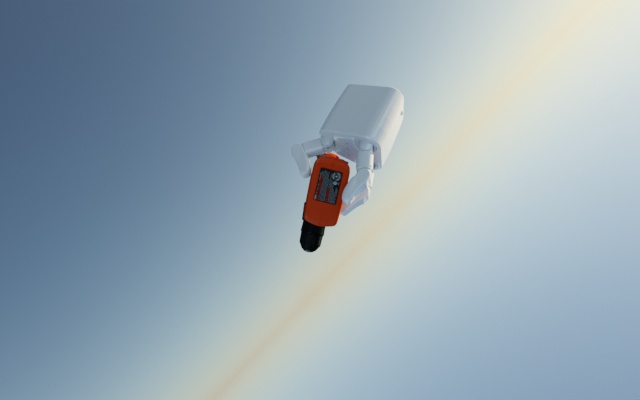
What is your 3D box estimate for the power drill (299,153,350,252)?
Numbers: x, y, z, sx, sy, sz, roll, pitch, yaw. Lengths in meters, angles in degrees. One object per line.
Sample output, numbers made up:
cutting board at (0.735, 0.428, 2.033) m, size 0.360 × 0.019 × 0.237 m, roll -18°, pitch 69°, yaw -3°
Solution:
power drill at (0.000, 0.002, 0.798) m, size 0.057 × 0.184 × 0.187 m, roll 11°, pitch -1°, yaw -4°
